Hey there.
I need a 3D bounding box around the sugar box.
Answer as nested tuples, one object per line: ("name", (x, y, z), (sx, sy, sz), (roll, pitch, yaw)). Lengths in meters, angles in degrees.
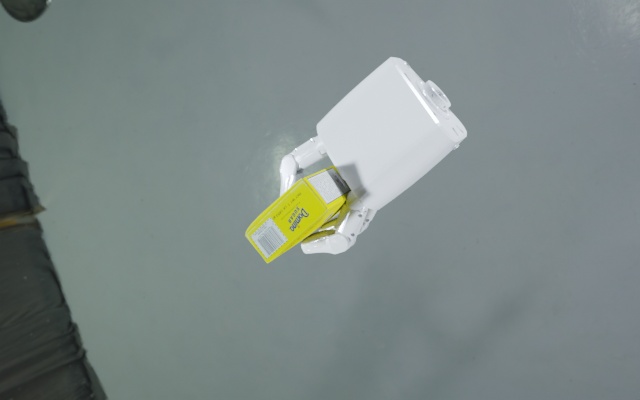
("sugar box", (0.000, 0.002, 0.528), (0.093, 0.048, 0.176), (-41, -8, 28))
